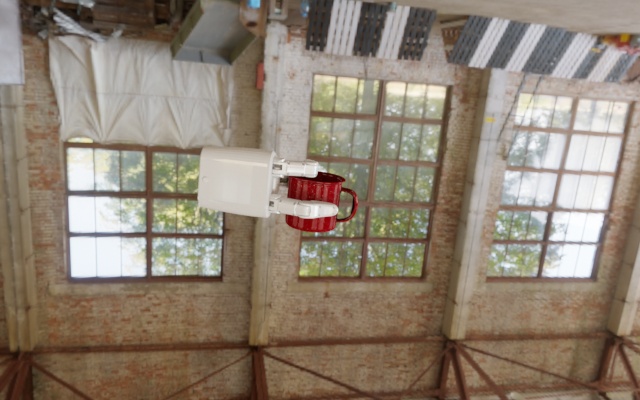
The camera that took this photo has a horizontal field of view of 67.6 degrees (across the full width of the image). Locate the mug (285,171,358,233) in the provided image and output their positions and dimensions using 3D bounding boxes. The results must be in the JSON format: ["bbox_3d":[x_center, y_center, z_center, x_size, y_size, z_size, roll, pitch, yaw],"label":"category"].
[{"bbox_3d":[0.002,0.003,0.747,0.117,0.081,0.093,8,13,6],"label":"mug"}]
